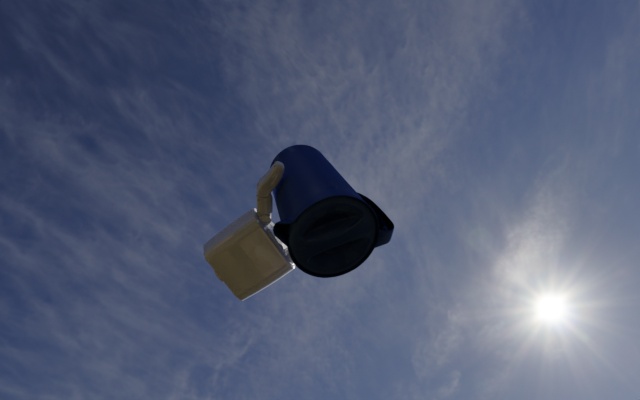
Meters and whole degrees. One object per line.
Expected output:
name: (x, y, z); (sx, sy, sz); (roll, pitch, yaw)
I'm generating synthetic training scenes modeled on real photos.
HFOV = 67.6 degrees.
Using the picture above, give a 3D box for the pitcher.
pitcher: (0.000, 0.003, 0.761); (0.145, 0.149, 0.242); (-36, 31, 4)
